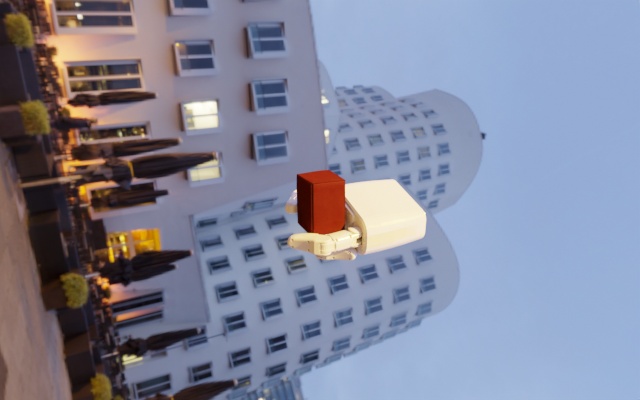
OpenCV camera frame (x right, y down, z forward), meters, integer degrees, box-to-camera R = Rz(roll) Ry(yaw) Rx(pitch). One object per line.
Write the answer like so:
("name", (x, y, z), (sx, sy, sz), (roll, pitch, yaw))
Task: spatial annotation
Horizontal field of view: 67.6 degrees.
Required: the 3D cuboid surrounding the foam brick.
("foam brick", (0.000, 0.002, 0.662), (0.051, 0.078, 0.053), (-10, 24, -23))
